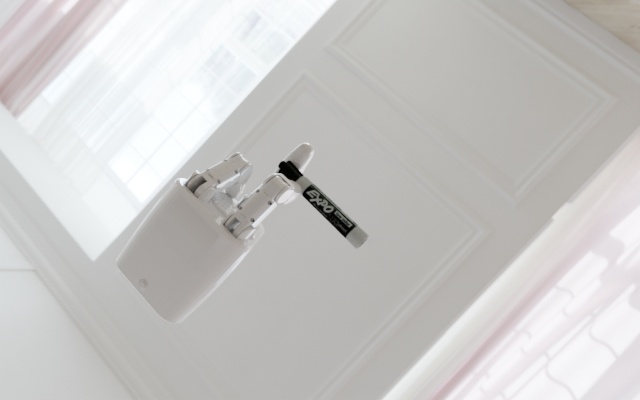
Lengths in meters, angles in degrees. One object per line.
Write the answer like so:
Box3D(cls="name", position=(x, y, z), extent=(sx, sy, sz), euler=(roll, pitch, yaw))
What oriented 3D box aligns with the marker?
Box3D(cls="marker", position=(0.000, 0.002, 0.489), extent=(0.121, 0.020, 0.020), euler=(44, 14, 15))
